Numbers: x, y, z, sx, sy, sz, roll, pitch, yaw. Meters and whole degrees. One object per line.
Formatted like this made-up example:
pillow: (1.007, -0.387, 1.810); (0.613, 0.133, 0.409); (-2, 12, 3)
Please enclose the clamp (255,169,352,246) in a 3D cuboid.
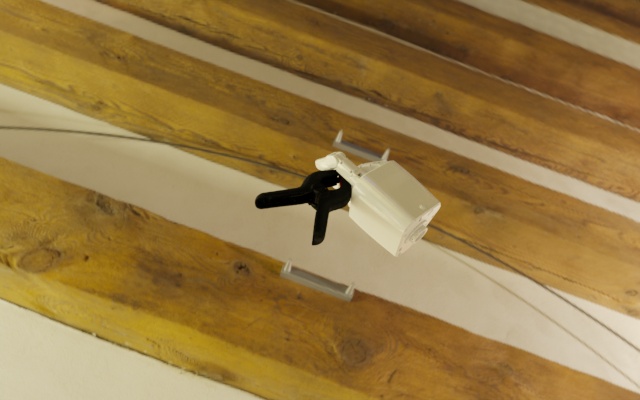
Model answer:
clamp: (0.000, 0.003, 0.724); (0.171, 0.039, 0.120); (-29, 61, -36)
